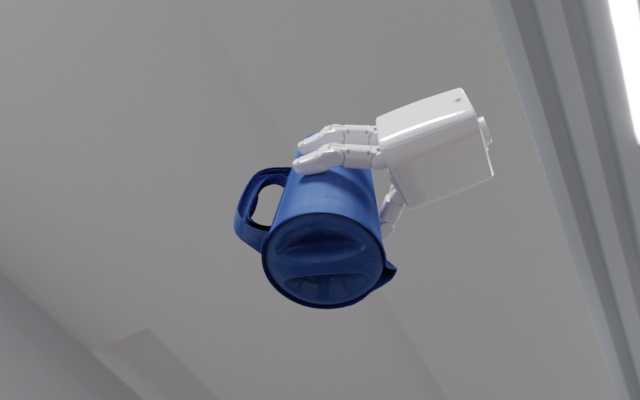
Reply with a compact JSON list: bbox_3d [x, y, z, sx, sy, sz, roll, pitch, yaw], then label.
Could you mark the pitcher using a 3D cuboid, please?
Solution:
[{"bbox_3d":[0.000,0.002,0.597,0.145,0.149,0.242,-23,29,17],"label":"pitcher"}]
